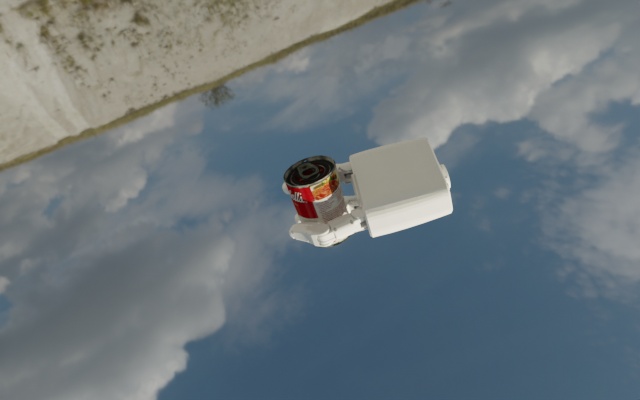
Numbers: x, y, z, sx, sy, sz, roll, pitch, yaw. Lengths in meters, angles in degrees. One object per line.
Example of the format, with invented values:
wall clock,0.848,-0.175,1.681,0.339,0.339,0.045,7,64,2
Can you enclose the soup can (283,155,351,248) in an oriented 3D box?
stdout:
soup can,0.000,0.002,0.622,0.068,0.102,0.068,-14,33,9
